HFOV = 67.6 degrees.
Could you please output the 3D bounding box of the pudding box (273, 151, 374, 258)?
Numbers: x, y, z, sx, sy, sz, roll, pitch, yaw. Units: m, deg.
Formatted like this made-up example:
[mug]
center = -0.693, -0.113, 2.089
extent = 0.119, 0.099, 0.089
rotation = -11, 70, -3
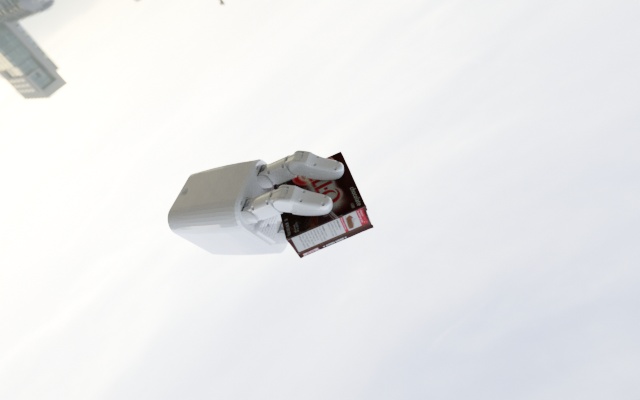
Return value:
[pudding box]
center = 0.000, 0.002, 0.534
extent = 0.090, 0.039, 0.113
rotation = -24, 40, 4
